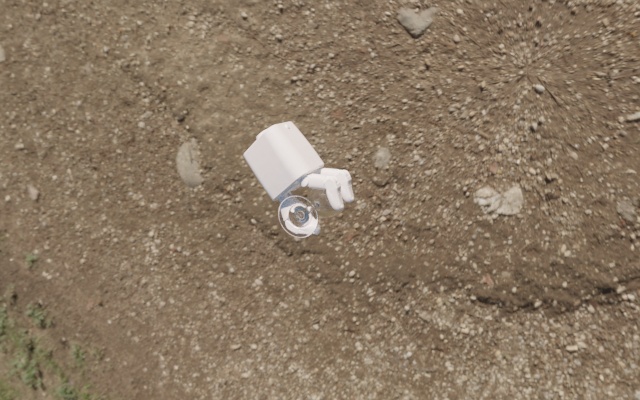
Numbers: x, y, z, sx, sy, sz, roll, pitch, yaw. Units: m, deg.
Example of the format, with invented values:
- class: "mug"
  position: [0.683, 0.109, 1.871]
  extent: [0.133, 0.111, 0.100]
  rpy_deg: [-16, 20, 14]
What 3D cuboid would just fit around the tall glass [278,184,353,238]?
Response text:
- class: "tall glass"
  position: [0.000, 0.003, 0.886]
  extent: [0.079, 0.079, 0.201]
  rpy_deg: [0, 14, 24]
